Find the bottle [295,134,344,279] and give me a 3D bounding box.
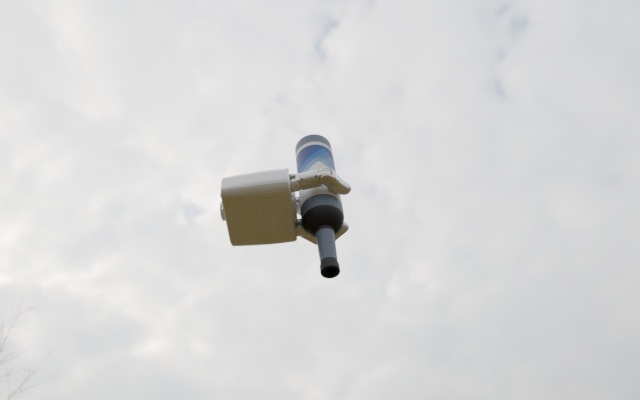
[{"bbox_3d":[0.000,0.002,0.765,0.069,0.069,0.295,0,41,-7],"label":"bottle"}]
